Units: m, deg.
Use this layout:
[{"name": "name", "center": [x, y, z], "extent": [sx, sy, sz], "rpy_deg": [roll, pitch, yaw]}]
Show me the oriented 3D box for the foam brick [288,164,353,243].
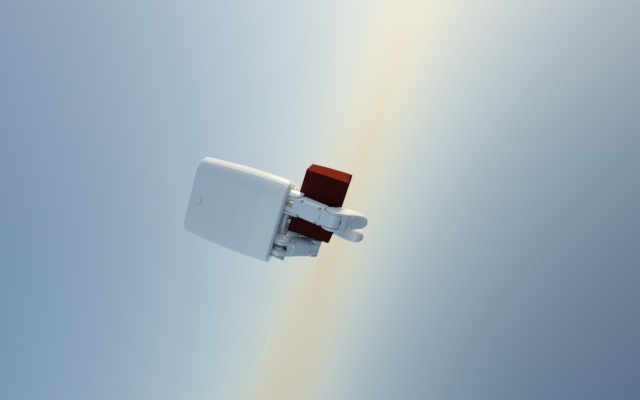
[{"name": "foam brick", "center": [0.000, 0.002, 0.563], "extent": [0.051, 0.078, 0.053], "rpy_deg": [19, 14, 4]}]
